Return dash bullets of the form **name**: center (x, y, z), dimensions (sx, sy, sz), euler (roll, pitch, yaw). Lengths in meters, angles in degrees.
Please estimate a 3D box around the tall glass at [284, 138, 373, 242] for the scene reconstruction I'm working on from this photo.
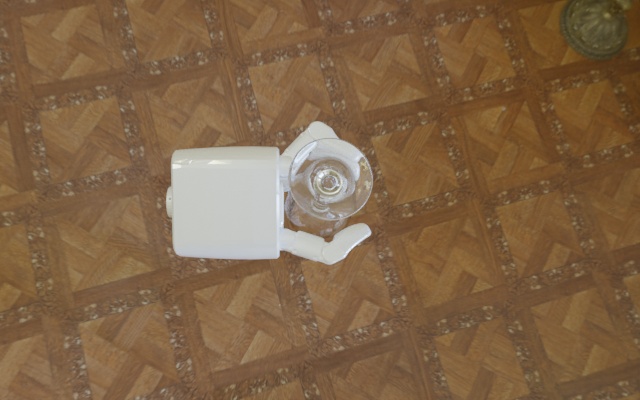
- **tall glass**: center (0.000, 0.002, 0.511), dimensions (0.079, 0.079, 0.201), euler (0, -12, -5)
